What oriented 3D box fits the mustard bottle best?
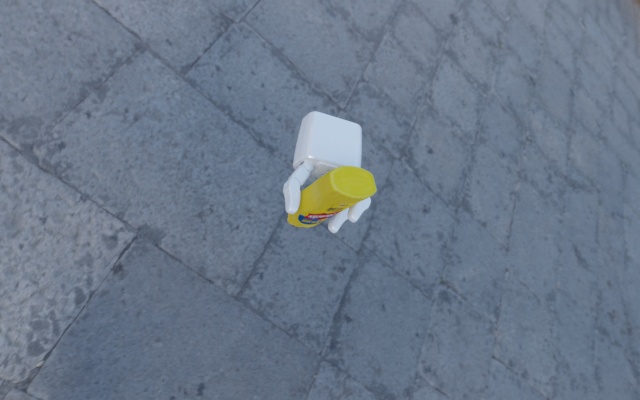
[{"bbox_3d":[0.000,0.003,0.820,0.096,0.058,0.192,-2,-19,-38],"label":"mustard bottle"}]
